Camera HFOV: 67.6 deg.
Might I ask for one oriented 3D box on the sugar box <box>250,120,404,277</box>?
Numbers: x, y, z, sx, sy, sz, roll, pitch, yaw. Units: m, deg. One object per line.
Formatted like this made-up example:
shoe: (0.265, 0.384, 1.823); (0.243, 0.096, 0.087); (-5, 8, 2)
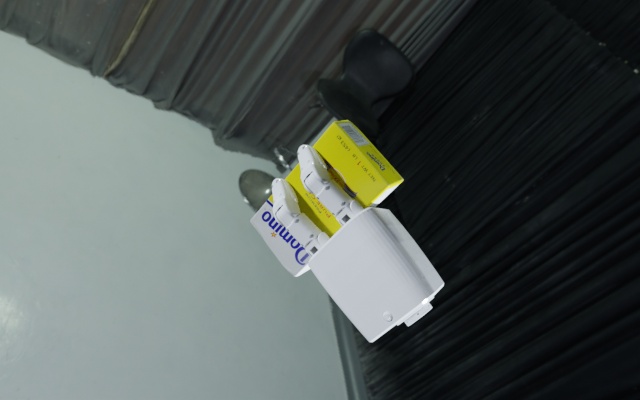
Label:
sugar box: (0.000, 0.002, 0.547); (0.176, 0.093, 0.048); (-47, -15, 29)
